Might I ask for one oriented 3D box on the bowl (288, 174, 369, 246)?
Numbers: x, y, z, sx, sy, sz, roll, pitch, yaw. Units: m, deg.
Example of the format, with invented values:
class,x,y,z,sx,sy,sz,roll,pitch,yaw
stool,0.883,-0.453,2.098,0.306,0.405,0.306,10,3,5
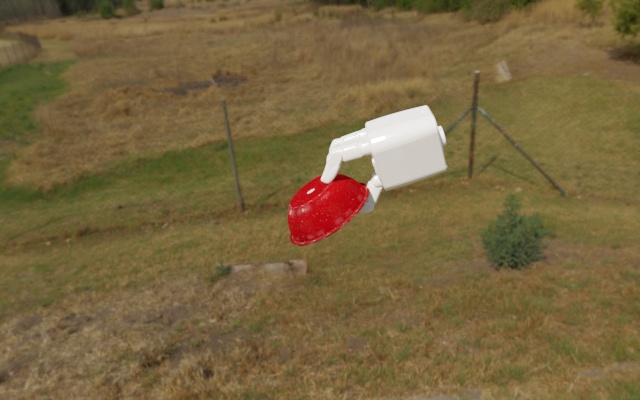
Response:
class,x,y,z,sx,sy,sz,roll,pitch,yaw
bowl,-0.001,0.003,0.804,0.162,0.055,0.162,-32,20,13
